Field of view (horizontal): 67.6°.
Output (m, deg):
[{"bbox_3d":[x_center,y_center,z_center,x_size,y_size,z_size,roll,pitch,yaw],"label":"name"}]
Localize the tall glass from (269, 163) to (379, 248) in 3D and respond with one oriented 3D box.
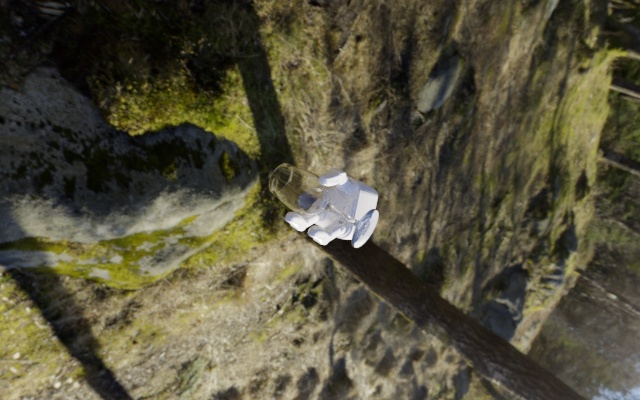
[{"bbox_3d":[0.001,0.003,0.847,0.201,0.079,0.079,31,15,28],"label":"tall glass"}]
